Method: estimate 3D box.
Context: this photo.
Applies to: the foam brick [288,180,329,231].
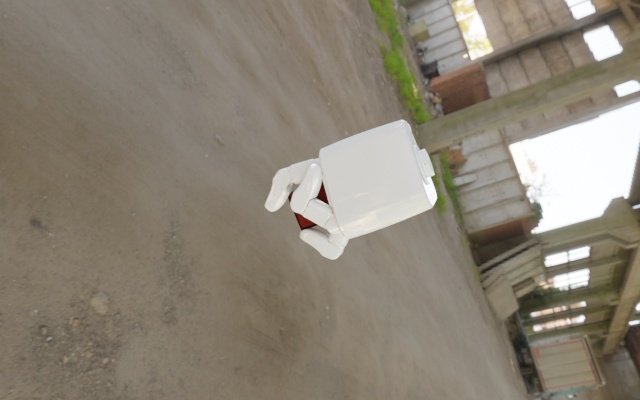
[{"bbox_3d":[0.000,0.002,0.627,0.051,0.053,0.078,-22,1,19],"label":"foam brick"}]
